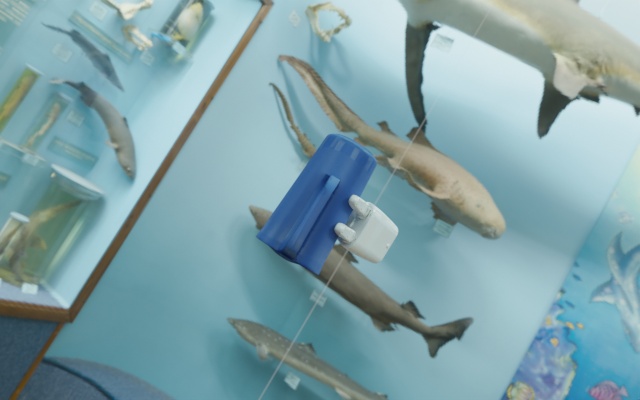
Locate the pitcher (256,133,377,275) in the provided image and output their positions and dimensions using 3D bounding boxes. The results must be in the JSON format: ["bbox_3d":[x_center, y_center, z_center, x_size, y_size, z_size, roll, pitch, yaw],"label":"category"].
[{"bbox_3d":[0.000,0.003,0.864,0.149,0.243,0.145,26,-7,46],"label":"pitcher"}]
